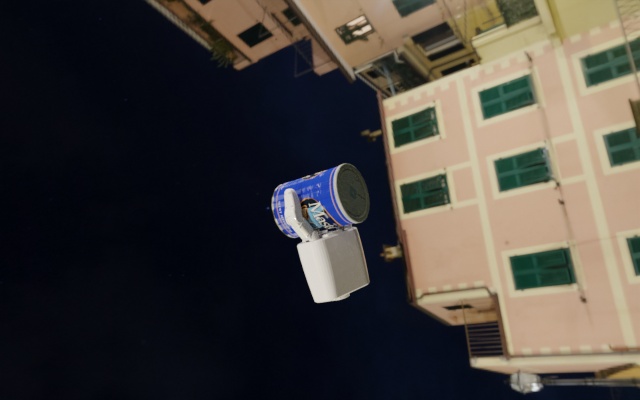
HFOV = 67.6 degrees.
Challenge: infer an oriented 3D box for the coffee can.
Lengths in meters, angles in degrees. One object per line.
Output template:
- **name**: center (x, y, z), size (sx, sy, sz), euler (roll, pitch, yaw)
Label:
- **coffee can**: center (0.000, 0.003, 0.839), size (0.140, 0.103, 0.103), euler (-16, -9, 33)
